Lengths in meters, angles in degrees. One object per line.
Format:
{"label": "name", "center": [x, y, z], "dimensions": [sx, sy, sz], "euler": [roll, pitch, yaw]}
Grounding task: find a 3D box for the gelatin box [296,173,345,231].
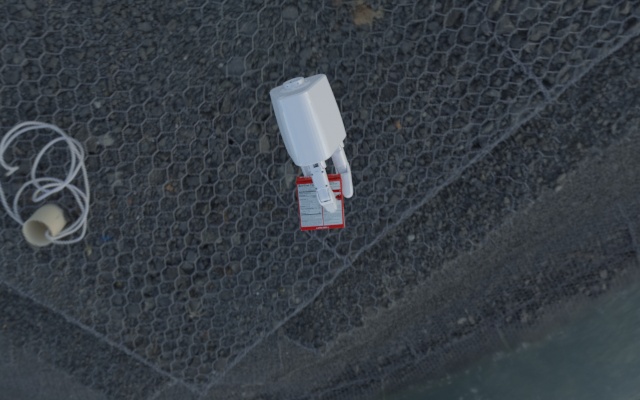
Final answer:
{"label": "gelatin box", "center": [0.000, 0.003, 0.781], "dimensions": [0.073, 0.089, 0.030], "euler": [-5, 23, 0]}
